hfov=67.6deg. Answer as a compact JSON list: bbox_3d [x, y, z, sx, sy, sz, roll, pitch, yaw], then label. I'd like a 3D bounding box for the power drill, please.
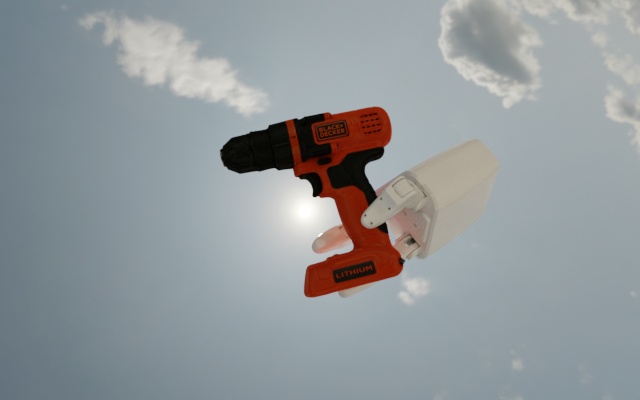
[{"bbox_3d":[0.000,0.002,0.500,0.184,0.187,0.057,-13,-6,-3],"label":"power drill"}]
